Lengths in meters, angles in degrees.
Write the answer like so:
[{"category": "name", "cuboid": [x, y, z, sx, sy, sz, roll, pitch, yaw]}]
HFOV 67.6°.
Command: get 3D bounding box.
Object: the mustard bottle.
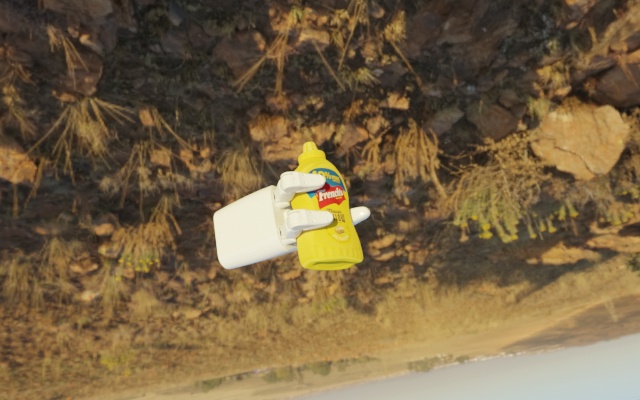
[{"category": "mustard bottle", "cuboid": [0.000, 0.002, 0.690, 0.096, 0.191, 0.058, 6, -28, -38]}]
